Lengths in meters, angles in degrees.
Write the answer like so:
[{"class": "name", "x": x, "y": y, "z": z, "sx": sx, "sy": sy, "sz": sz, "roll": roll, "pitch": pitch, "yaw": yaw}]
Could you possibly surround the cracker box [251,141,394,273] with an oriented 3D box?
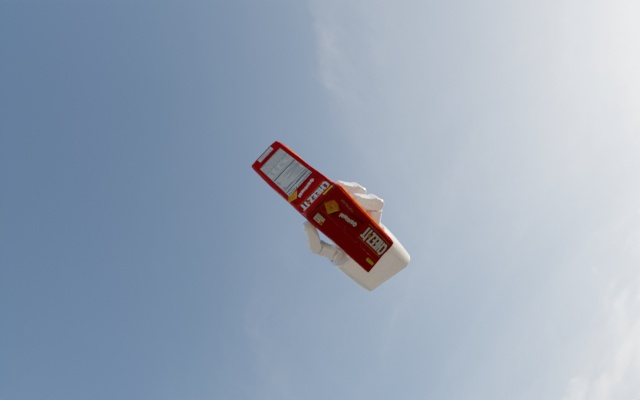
[{"class": "cracker box", "x": 0.000, "y": 0.003, "z": 0.767, "sx": 0.164, "sy": 0.072, "sz": 0.213, "roll": 43, "pitch": -2, "yaw": -37}]
